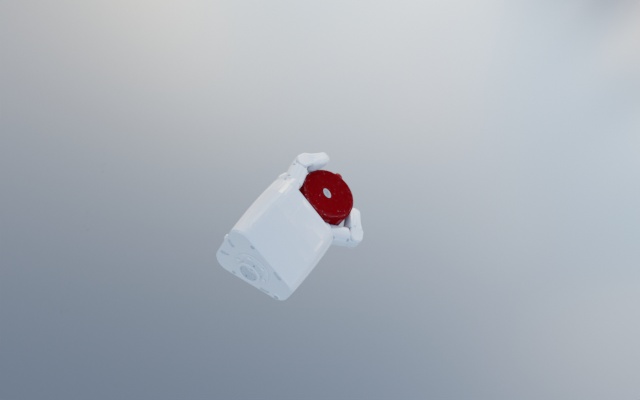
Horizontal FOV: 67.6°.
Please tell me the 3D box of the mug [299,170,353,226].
[{"bbox_3d":[0.001,0.001,0.696,0.117,0.093,0.081,-52,3,-42],"label":"mug"}]
